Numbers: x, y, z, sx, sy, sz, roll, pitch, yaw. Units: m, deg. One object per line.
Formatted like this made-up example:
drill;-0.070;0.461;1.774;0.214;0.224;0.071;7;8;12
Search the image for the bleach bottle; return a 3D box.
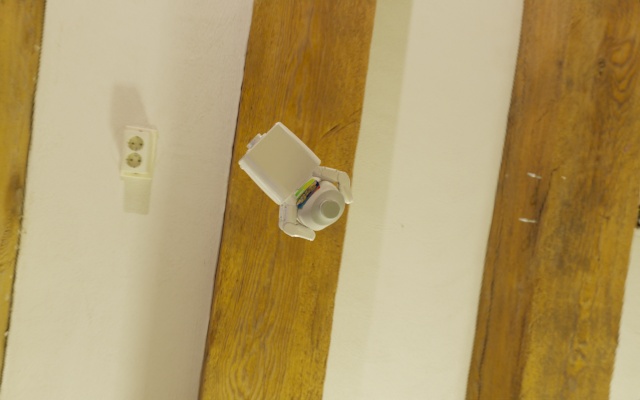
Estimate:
bleach bottle;0.000;0.003;0.860;0.068;0.102;0.251;45;-6;-9
